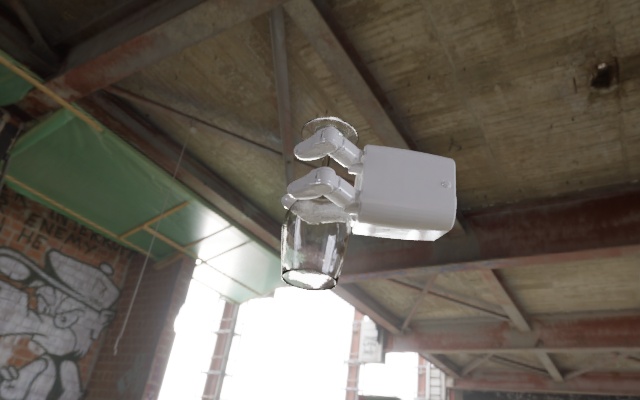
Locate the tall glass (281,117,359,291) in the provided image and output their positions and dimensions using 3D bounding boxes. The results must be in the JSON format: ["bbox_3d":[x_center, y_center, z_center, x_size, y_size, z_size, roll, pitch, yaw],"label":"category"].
[{"bbox_3d":[0.000,0.001,0.566,0.079,0.201,0.079,6,-30,4],"label":"tall glass"}]
